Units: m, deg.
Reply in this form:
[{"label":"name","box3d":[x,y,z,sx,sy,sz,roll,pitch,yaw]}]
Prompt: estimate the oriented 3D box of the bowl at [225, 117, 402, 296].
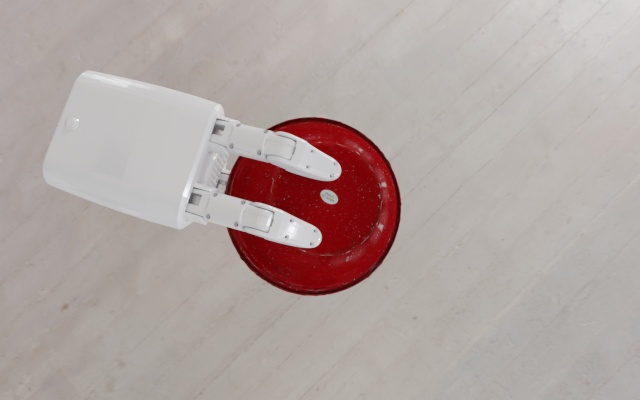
[{"label":"bowl","box3d":[0.001,0.001,0.404,0.162,0.162,0.055,0,-6,-11]}]
